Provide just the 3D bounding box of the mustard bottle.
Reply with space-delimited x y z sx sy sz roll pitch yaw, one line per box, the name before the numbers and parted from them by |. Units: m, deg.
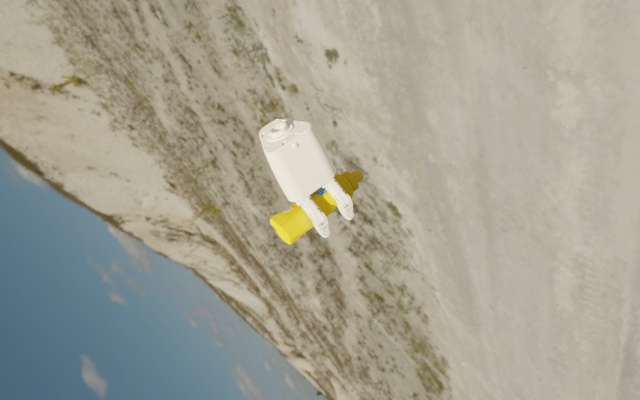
mustard bottle | 0.000 0.003 0.886 0.191 0.058 0.096 -36 11 -12
